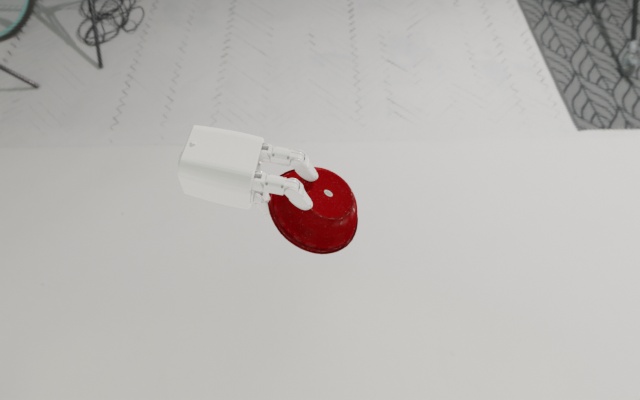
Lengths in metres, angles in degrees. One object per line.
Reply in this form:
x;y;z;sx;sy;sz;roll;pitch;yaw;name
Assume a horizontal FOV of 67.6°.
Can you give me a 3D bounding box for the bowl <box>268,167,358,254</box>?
0.002;0.002;0.768;0.162;0.162;0.055;0;-30;-28;bowl
